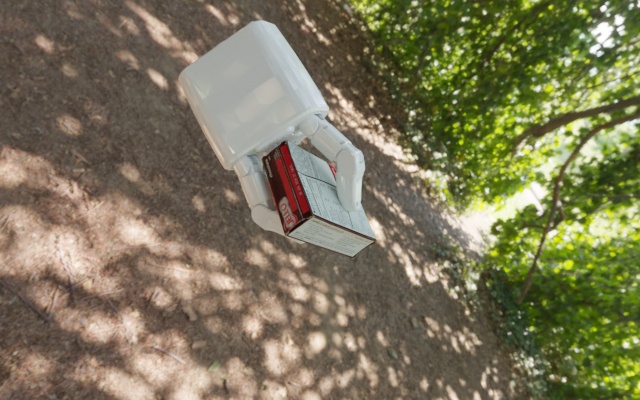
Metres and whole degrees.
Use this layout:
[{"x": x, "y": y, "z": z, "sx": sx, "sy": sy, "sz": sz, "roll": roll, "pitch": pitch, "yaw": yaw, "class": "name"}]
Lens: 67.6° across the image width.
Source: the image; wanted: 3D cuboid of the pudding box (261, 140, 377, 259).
[{"x": 0.000, "y": 0.001, "z": 0.468, "sx": 0.039, "sy": 0.090, "sz": 0.113, "roll": -36, "pitch": -35, "yaw": 25, "class": "pudding box"}]
